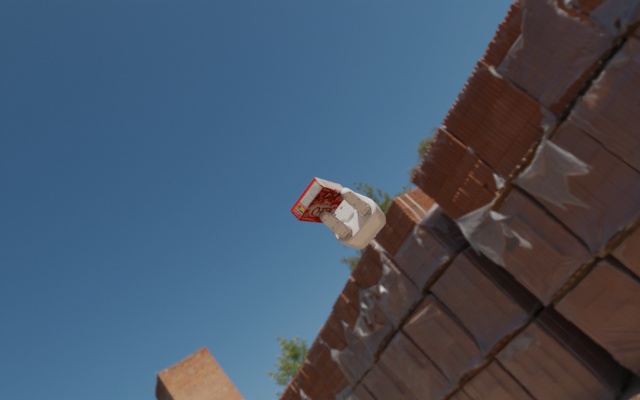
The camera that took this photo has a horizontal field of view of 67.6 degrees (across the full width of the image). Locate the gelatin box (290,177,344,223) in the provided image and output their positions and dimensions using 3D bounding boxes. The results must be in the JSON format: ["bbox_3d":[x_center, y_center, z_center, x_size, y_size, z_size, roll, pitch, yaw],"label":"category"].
[{"bbox_3d":[0.000,0.002,0.820,0.030,0.073,0.089,46,17,28],"label":"gelatin box"}]
